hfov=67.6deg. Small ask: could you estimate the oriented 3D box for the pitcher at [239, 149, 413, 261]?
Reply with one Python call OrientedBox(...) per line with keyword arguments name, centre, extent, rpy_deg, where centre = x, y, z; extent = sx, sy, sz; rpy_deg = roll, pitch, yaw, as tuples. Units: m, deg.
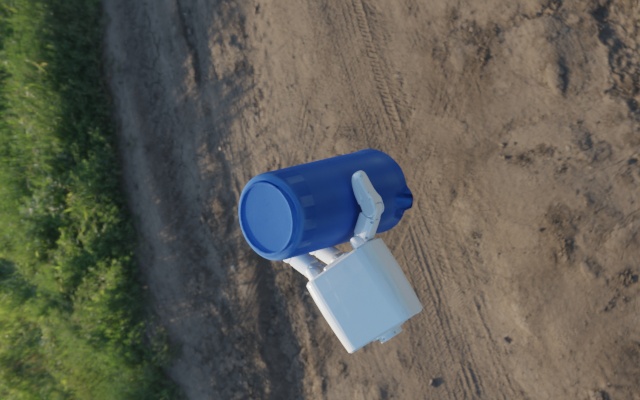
OrientedBox(name="pitcher", centre=(0.000, 0.002, 0.665), extent=(0.243, 0.145, 0.149), rpy_deg=(-13, -24, -51))
